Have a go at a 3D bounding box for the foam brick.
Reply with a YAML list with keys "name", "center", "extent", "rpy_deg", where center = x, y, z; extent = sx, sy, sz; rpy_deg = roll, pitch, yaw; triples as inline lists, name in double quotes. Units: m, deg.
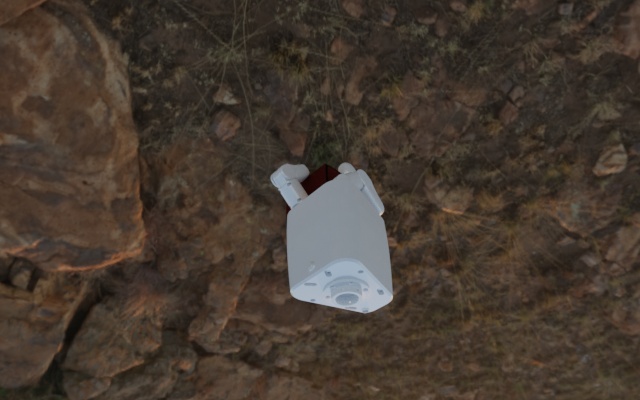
- name: "foam brick"
  center: [0.000, 0.002, 0.603]
  extent: [0.053, 0.051, 0.078]
  rpy_deg: [29, -50, -32]
